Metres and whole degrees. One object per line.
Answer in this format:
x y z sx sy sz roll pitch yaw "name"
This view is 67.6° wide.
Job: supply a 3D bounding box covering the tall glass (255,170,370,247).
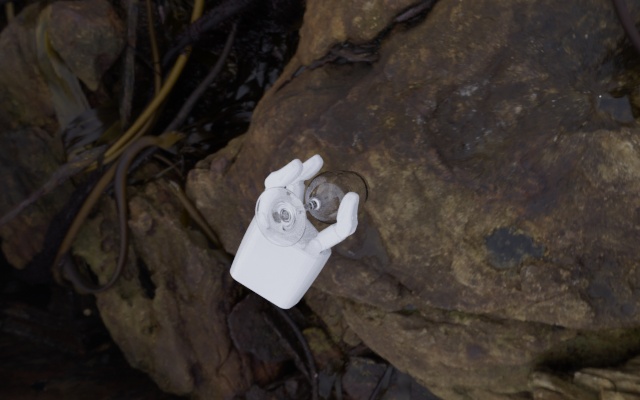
0.000 0.002 0.658 0.079 0.079 0.201 0 11 30 "tall glass"
